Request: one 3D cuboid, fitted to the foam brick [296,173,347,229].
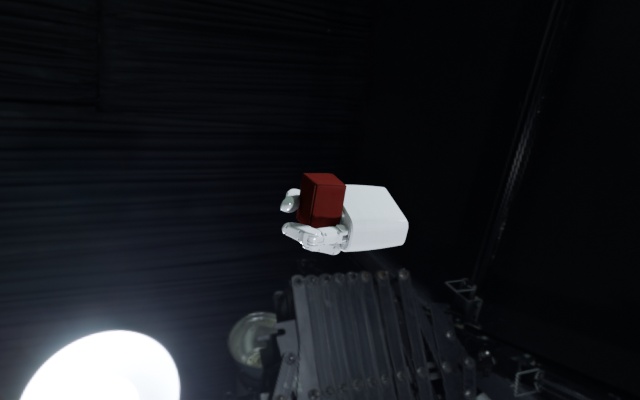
[{"bbox_3d":[0.000,0.002,0.720,0.051,0.078,0.053,-1,25,-25],"label":"foam brick"}]
